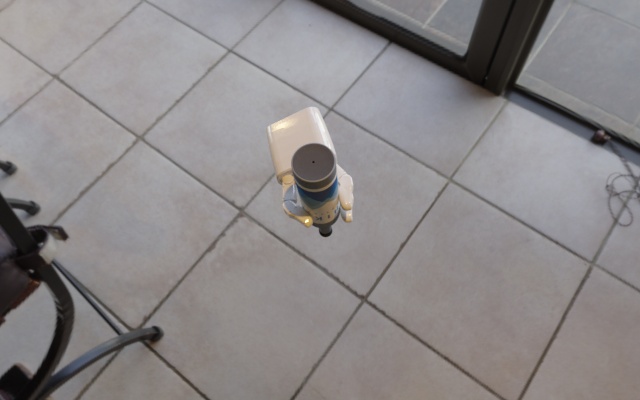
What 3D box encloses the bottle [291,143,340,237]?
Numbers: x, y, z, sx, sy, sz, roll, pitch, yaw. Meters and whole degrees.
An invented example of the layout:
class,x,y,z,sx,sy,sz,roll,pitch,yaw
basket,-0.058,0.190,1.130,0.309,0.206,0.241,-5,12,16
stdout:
class,x,y,z,sx,sy,sz,roll,pitch,yaw
bottle,0.000,0.003,0.832,0.069,0.069,0.296,0,-24,4
